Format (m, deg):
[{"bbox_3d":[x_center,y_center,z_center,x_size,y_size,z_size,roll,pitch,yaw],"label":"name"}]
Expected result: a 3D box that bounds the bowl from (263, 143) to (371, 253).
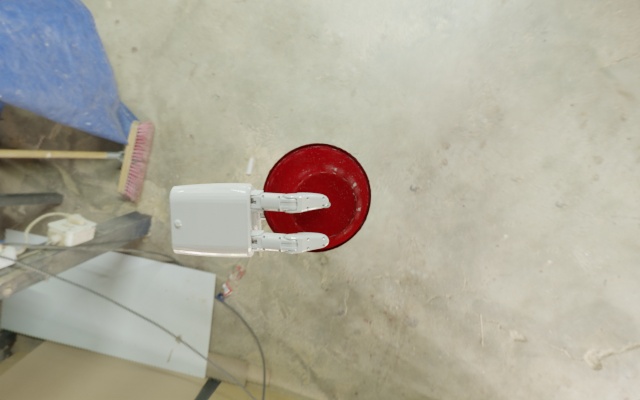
[{"bbox_3d":[0.001,0.002,0.669,0.162,0.162,0.055,0,10,-10],"label":"bowl"}]
